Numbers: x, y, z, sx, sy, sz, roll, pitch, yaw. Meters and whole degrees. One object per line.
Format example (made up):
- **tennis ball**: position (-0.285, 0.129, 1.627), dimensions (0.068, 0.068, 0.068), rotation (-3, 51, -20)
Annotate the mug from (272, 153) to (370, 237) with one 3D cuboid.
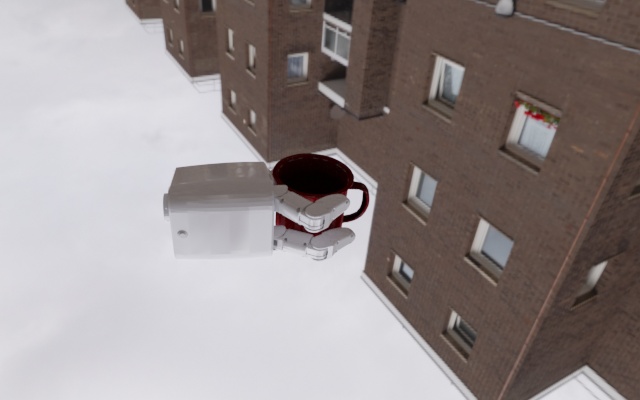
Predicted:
- **mug**: position (0.001, 0.002, 0.566), dimensions (0.117, 0.082, 0.093), rotation (-1, 35, -11)
